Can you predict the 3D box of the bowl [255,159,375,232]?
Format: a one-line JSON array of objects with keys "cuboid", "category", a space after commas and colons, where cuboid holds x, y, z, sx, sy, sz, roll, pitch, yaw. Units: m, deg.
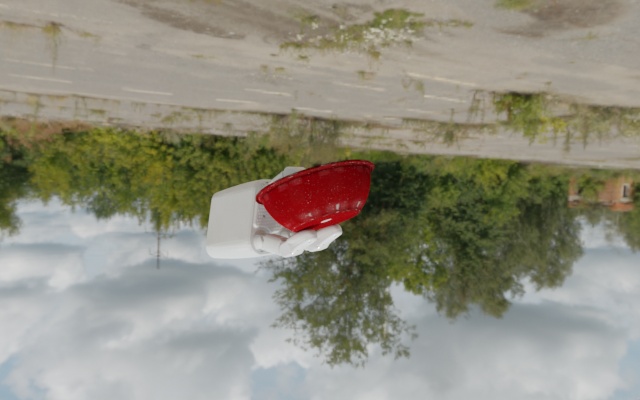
[{"cuboid": [0.001, 0.002, 0.619, 0.162, 0.055, 0.162, -16, -12, -3], "category": "bowl"}]
